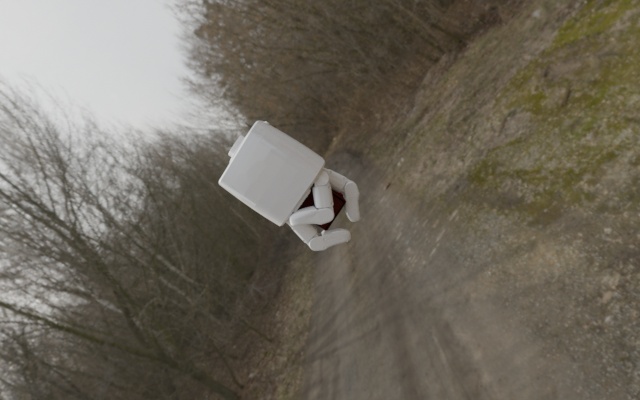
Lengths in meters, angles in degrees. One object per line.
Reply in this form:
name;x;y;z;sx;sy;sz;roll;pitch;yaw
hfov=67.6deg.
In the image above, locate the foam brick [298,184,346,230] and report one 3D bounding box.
foam brick;0.000;0.002;0.703;0.051;0.053;0.078;33;6;-7
